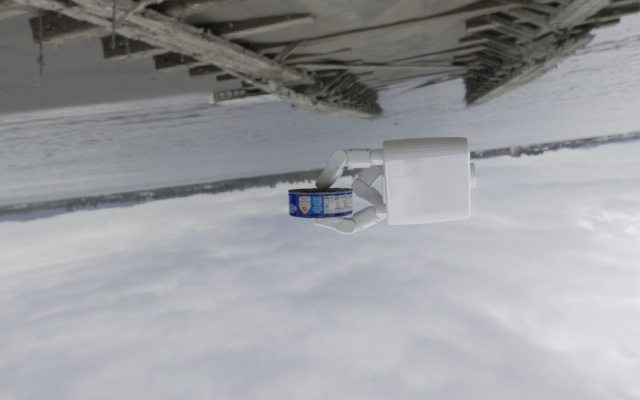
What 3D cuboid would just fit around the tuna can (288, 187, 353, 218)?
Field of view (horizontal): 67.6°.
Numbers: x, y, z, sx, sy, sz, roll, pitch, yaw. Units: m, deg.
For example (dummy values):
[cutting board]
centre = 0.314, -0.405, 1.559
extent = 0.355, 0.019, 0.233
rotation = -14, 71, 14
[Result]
[tuna can]
centre = 0.000, 0.003, 0.629
extent = 0.086, 0.034, 0.086
rotation = -1, 5, 0
